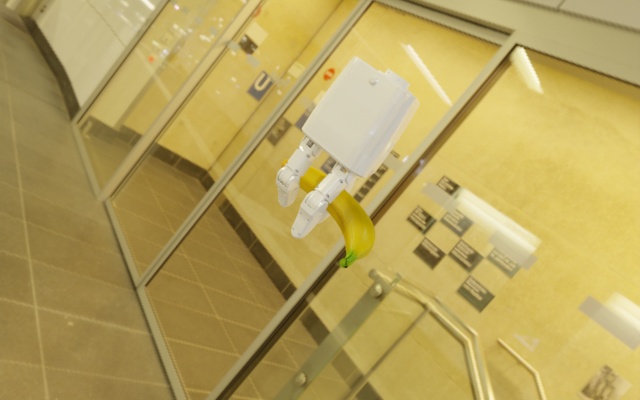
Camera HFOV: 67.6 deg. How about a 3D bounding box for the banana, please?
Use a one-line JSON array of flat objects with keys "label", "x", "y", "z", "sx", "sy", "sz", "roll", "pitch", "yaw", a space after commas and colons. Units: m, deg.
[{"label": "banana", "x": 0.016, "y": 0.007, "z": 0.590, "sx": 0.069, "sy": 0.037, "sz": 0.197, "roll": 12, "pitch": 30, "yaw": -37}]
